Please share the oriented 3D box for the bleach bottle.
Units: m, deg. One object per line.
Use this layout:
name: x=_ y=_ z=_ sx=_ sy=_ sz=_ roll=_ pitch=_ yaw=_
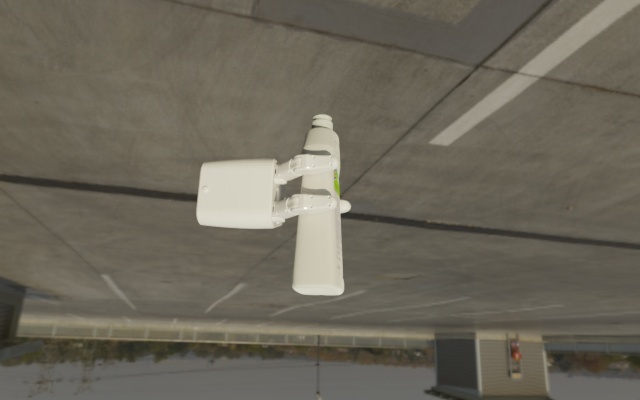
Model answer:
bleach bottle: x=0.000 y=0.002 z=0.674 sx=0.068 sy=0.250 sz=0.102 roll=0 pitch=-17 yaw=6
